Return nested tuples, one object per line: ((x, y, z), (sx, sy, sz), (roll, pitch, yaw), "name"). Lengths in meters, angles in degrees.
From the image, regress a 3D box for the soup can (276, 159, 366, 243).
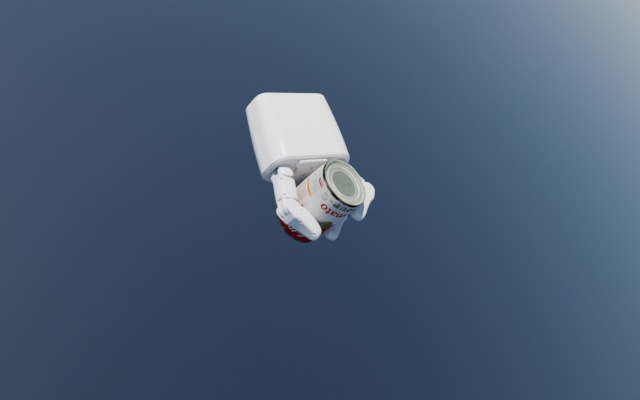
((0.000, 0.002, 0.603), (0.068, 0.068, 0.102), (0, -29, -44), "soup can")
